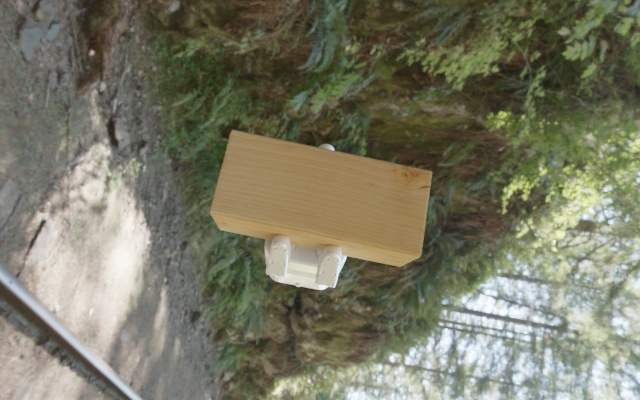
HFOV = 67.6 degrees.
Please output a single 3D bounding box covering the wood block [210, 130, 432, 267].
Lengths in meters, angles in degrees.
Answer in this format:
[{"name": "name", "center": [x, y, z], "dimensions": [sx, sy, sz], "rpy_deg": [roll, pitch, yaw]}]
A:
[{"name": "wood block", "center": [0.000, 0.001, 0.506], "dimensions": [0.206, 0.090, 0.090], "rpy_deg": [11, -16, -2]}]
